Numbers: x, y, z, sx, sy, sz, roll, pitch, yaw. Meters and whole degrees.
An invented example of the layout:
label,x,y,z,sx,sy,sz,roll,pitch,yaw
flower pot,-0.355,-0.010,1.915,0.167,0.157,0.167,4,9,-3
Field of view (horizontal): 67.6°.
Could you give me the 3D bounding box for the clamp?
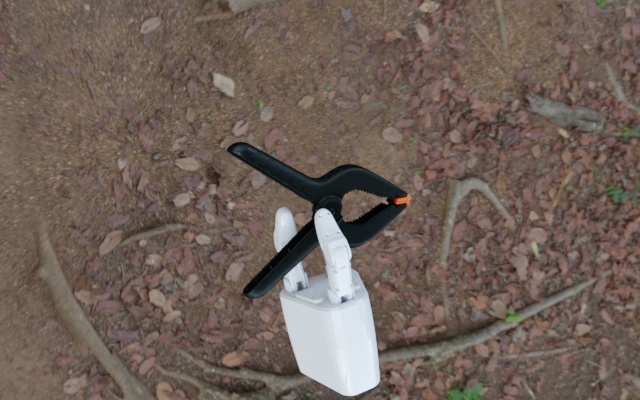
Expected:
label,x,y,z,sx,sy,sz,roll,pitch,yaw
clamp,0.001,0.002,0.523,0.210,0.164,0.036,-15,13,-19
